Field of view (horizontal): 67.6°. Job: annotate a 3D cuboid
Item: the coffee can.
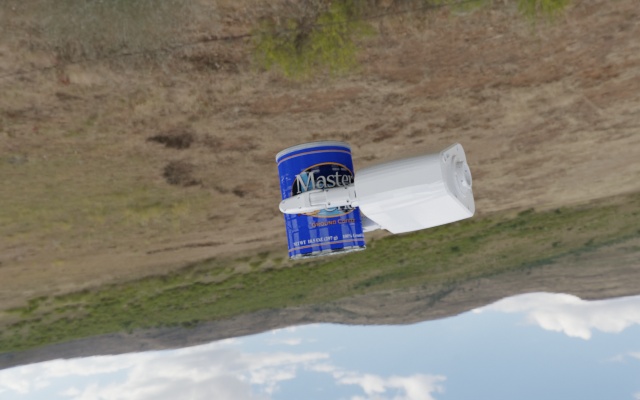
[{"bbox_3d":[0.000,0.002,0.636,0.103,0.140,0.103,-8,-8,-1],"label":"coffee can"}]
